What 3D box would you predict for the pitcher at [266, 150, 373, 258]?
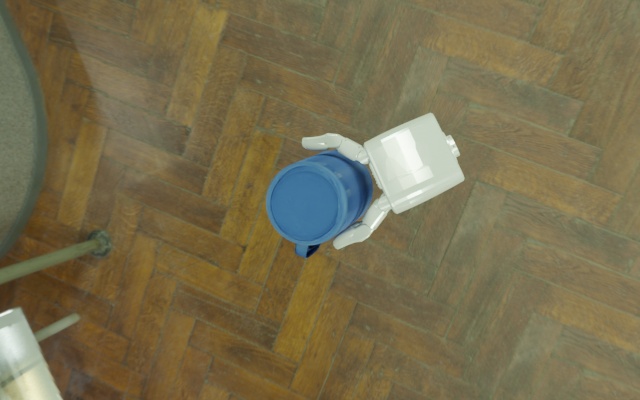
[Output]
[{"bbox_3d":[0.000,0.002,0.714,0.145,0.149,0.243,-24,1,13],"label":"pitcher"}]
